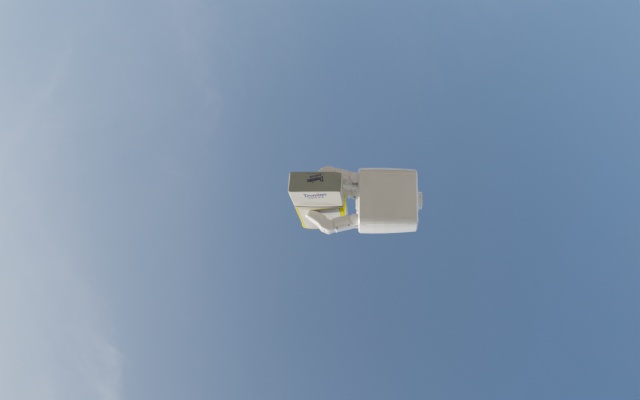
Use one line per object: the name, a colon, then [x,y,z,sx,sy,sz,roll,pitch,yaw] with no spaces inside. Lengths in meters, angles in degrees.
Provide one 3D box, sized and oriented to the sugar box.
sugar box: [0.000,0.002,0.895,0.093,0.048,0.176,0,-27,7]
